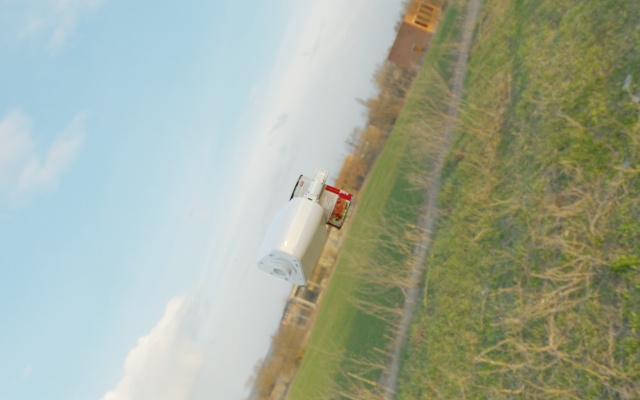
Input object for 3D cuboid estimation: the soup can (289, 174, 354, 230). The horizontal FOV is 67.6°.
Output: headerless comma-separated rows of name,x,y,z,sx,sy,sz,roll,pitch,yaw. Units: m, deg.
soup can,0.000,0.002,0.847,0.102,0.068,0.068,22,0,1
